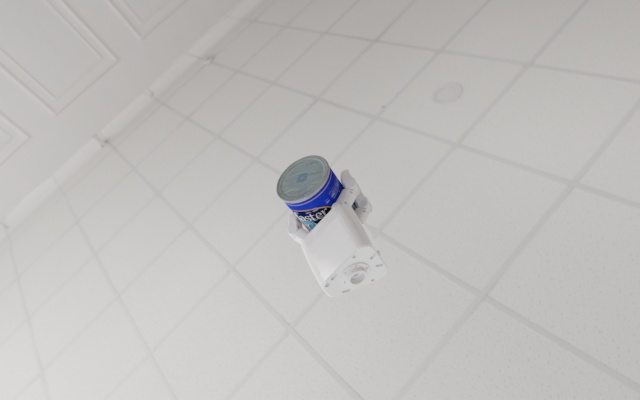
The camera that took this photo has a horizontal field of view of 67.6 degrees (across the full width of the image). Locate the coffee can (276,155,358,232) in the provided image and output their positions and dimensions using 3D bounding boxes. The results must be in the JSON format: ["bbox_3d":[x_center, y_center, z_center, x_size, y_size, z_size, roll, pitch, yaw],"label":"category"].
[{"bbox_3d":[0.000,0.003,0.859,0.103,0.102,0.140,0,-37,36],"label":"coffee can"}]
